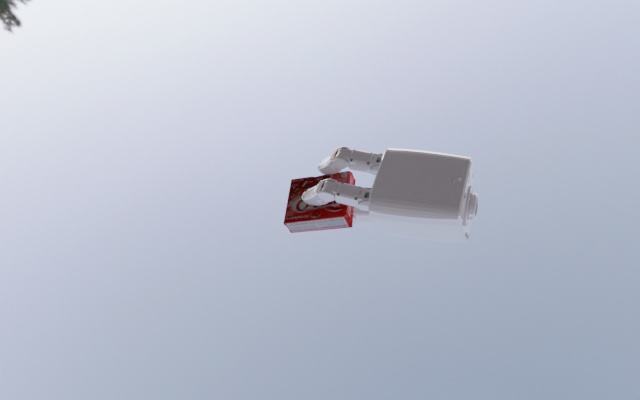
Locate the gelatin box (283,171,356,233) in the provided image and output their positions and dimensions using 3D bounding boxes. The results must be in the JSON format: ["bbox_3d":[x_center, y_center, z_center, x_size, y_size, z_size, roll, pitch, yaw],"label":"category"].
[{"bbox_3d":[0.000,0.002,0.635,0.089,0.073,0.030,-7,-37,20],"label":"gelatin box"}]
